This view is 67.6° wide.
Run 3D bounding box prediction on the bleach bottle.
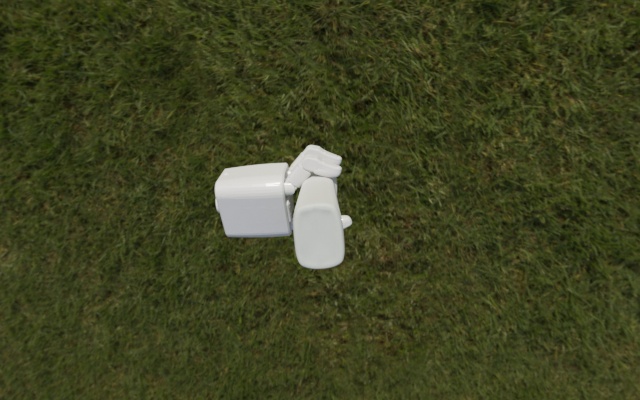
[{"bbox_3d":[0.000,0.002,0.753,0.068,0.103,0.250,-4,21,3],"label":"bleach bottle"}]
